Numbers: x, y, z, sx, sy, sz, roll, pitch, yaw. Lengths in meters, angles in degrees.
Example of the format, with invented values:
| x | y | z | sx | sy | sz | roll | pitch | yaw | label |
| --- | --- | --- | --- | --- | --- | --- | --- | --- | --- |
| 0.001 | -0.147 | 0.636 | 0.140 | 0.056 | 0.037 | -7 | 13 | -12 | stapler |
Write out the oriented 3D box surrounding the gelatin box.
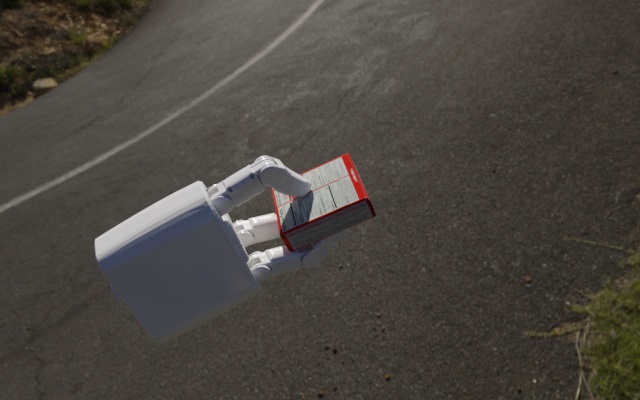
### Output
| x | y | z | sx | sy | sz | roll | pitch | yaw | label |
| --- | --- | --- | --- | --- | --- | --- | --- | --- | --- |
| 0.000 | 0.001 | 0.462 | 0.089 | 0.030 | 0.073 | -24 | 40 | 5 | gelatin box |
